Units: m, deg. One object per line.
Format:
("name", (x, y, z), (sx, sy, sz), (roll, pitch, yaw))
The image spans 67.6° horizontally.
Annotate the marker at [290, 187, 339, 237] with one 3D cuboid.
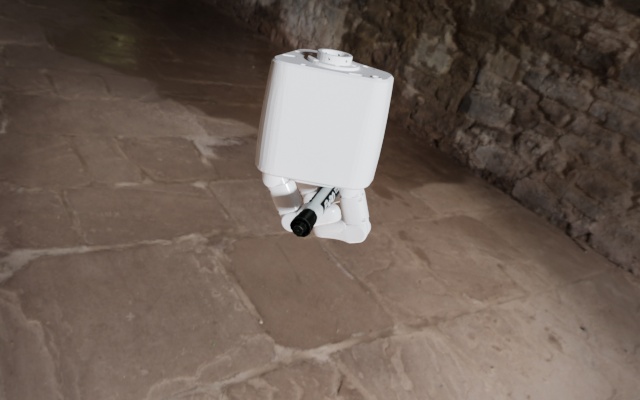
("marker", (0.000, 0.002, 0.445), (0.020, 0.020, 0.121), (0, 22, 20))
